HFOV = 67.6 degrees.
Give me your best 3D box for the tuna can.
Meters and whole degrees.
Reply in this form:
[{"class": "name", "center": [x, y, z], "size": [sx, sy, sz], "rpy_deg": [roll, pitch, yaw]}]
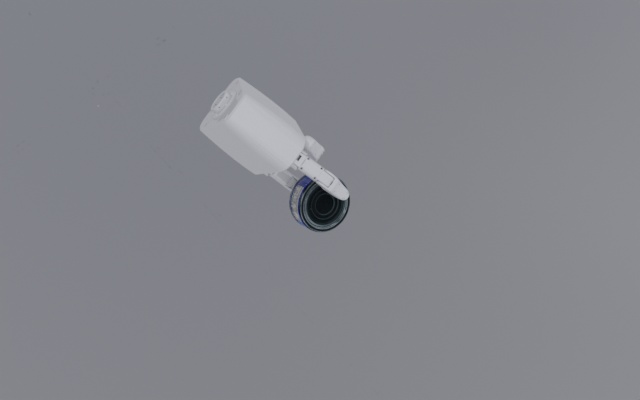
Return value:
[{"class": "tuna can", "center": [0.000, 0.002, 0.695], "size": [0.086, 0.086, 0.033], "rpy_deg": [0, 13, -30]}]
